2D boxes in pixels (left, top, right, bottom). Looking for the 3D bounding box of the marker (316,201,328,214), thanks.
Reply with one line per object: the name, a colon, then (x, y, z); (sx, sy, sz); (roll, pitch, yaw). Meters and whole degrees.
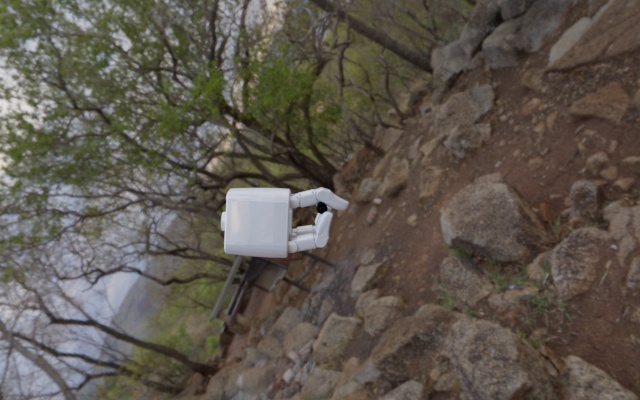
marker: (0.000, 0.003, 0.851); (0.020, 0.020, 0.121); (0, 13, -3)
